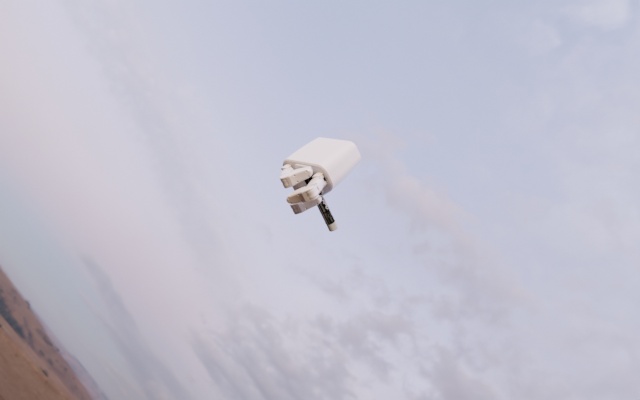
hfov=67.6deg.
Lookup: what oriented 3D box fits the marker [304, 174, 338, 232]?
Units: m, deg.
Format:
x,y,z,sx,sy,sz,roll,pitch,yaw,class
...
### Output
x,y,z,sx,sy,sz,roll,pitch,yaw,class
0.000,0.003,0.883,0.020,0.121,0.020,-23,20,9,marker
